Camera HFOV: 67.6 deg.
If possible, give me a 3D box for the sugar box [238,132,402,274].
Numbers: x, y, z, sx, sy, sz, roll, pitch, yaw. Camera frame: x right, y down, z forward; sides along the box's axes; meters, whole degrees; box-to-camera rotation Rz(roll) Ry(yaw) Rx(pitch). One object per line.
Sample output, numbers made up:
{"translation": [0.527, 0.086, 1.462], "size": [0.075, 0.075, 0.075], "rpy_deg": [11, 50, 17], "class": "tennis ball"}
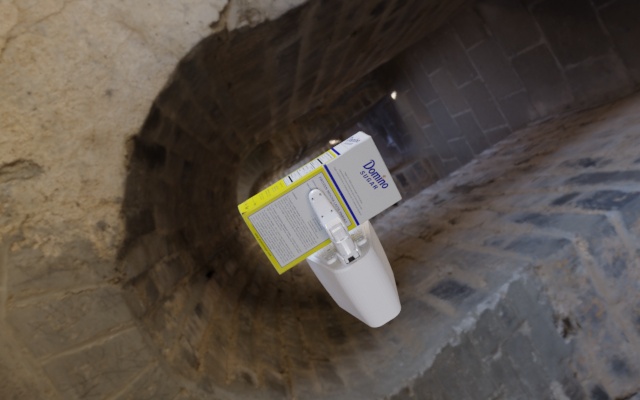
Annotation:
{"translation": [0.000, 0.002, 0.577], "size": [0.176, 0.093, 0.048], "rpy_deg": [-32, 23, -5], "class": "sugar box"}
